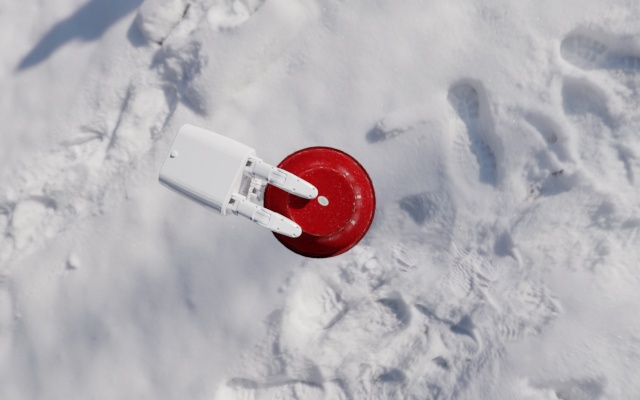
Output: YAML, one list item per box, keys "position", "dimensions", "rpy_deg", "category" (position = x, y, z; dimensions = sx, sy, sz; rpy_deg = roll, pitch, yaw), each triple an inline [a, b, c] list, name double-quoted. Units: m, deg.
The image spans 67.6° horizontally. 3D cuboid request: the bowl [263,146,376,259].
- position: [0.001, 0.002, 0.657]
  dimensions: [0.162, 0.162, 0.055]
  rpy_deg: [0, -1, -2]
  category: "bowl"
